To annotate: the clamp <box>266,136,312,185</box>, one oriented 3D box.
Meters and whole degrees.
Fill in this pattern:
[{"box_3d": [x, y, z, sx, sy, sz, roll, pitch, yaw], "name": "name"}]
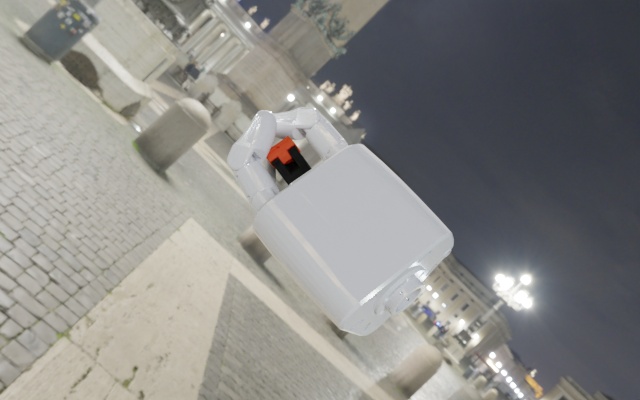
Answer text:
[{"box_3d": [0.000, 0.001, 0.470, 0.120, 0.039, 0.171, 48, 1, 27], "name": "clamp"}]
